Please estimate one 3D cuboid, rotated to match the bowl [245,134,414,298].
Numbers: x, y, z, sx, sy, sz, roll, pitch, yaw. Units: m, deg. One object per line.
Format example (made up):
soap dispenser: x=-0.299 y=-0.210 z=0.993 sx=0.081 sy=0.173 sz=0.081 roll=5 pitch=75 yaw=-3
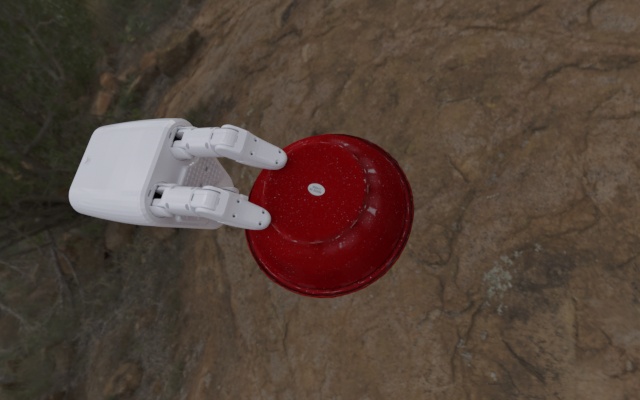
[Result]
bowl: x=0.001 y=0.001 z=0.422 sx=0.162 sy=0.162 sz=0.055 roll=0 pitch=-20 yaw=13
